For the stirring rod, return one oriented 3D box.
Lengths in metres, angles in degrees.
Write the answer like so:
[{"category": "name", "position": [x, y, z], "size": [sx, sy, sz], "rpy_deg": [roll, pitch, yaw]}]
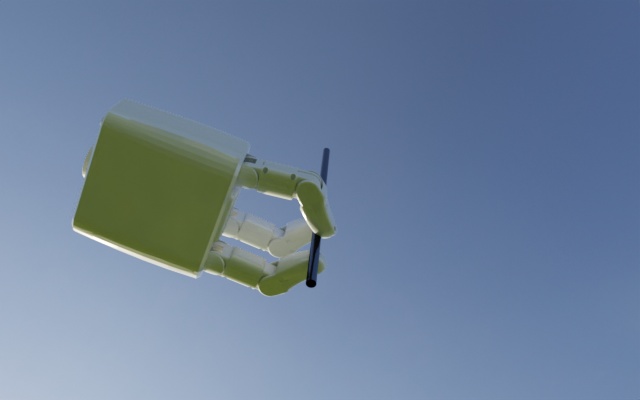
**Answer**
[{"category": "stirring rod", "position": [0.000, 0.001, 0.453], "size": [0.011, 0.011, 0.239], "rpy_deg": [0, 30, 4]}]
